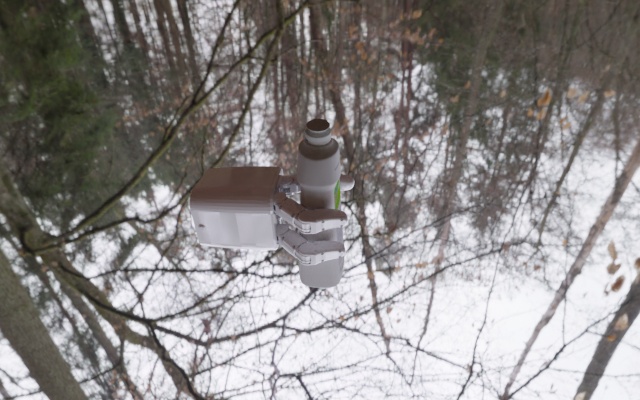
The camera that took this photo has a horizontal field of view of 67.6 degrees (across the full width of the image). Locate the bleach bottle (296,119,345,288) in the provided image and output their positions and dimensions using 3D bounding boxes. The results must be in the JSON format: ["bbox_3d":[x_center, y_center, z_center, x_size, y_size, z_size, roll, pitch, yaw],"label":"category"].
[{"bbox_3d":[0.000,0.002,0.641,0.068,0.251,0.102,2,40,4],"label":"bleach bottle"}]
